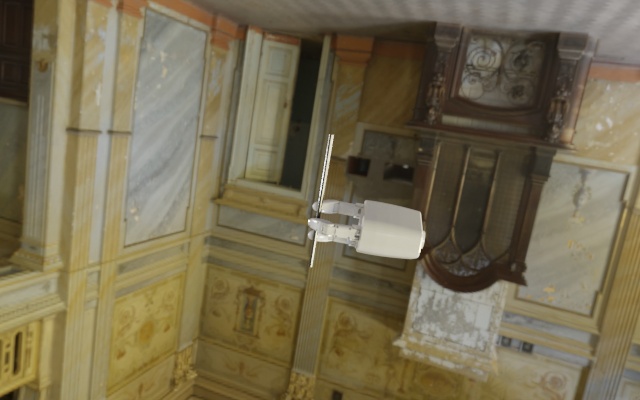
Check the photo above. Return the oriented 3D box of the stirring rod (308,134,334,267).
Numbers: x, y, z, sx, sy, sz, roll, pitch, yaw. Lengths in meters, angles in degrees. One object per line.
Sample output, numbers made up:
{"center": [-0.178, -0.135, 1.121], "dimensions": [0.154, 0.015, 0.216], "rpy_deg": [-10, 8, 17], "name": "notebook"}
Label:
{"center": [0.000, 0.003, 0.851], "dimensions": [0.011, 0.239, 0.011], "rpy_deg": [9, 10, -1], "name": "stirring rod"}
